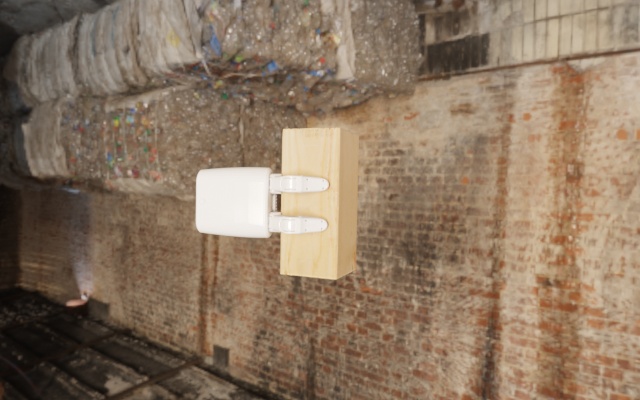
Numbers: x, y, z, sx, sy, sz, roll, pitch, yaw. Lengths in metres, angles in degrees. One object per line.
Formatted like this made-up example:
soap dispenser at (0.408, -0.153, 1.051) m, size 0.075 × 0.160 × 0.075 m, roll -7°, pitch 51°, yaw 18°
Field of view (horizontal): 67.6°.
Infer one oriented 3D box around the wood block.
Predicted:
wood block at (0.000, 0.002, 0.700) m, size 0.090 × 0.206 × 0.091 m, roll 2°, pitch 2°, yaw 21°
